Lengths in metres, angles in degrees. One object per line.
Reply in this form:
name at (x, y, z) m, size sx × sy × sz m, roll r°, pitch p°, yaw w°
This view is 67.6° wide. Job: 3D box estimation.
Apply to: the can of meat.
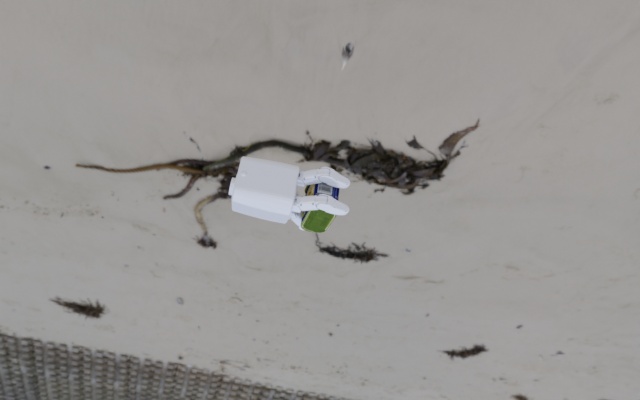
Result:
can of meat at (0.000, 0.003, 0.896) m, size 0.057 × 0.084 × 0.102 m, roll 14°, pitch -32°, yaw -10°
